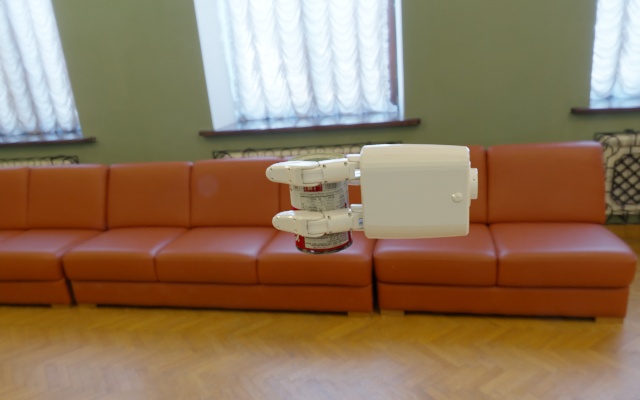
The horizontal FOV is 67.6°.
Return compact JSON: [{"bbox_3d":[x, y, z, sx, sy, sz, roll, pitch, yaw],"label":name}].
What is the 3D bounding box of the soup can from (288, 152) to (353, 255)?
[{"bbox_3d":[0.000,0.001,0.544,0.068,0.102,0.068,-5,17,1],"label":"soup can"}]
